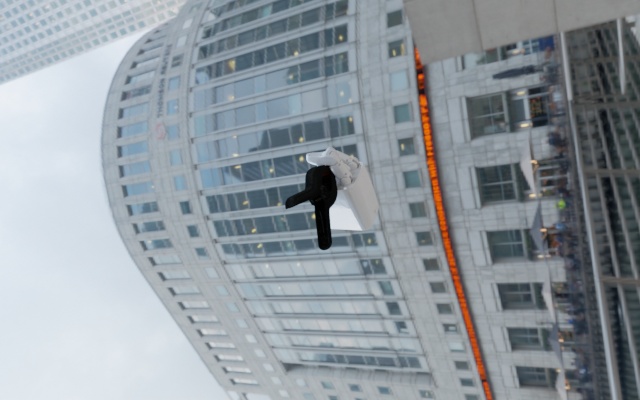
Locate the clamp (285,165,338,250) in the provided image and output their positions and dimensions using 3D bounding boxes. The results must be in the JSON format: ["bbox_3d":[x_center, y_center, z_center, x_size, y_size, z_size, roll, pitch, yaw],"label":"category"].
[{"bbox_3d":[0.000,0.003,0.850,0.039,0.120,0.171,-11,30,30],"label":"clamp"}]
